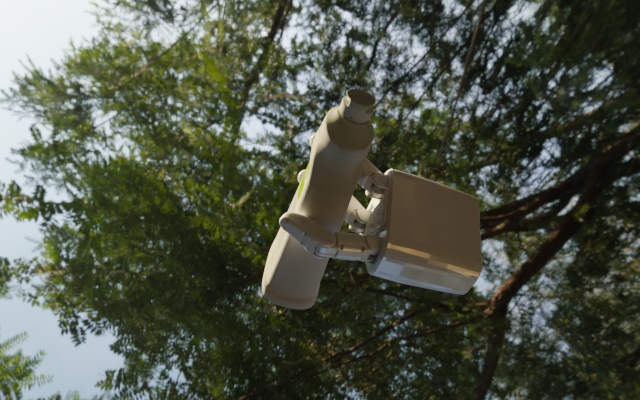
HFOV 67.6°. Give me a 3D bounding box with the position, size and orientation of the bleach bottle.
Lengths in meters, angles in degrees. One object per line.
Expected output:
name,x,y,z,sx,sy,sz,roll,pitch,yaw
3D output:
bleach bottle,0.000,0.002,0.508,0.068,0.251,0.102,15,39,-8
